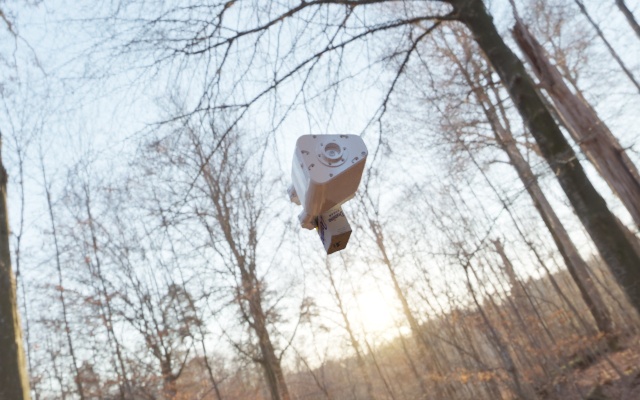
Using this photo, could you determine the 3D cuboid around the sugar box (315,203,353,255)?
[{"bbox_3d":[0.000,0.003,0.876,0.048,0.176,0.093,-16,-24,-13],"label":"sugar box"}]
